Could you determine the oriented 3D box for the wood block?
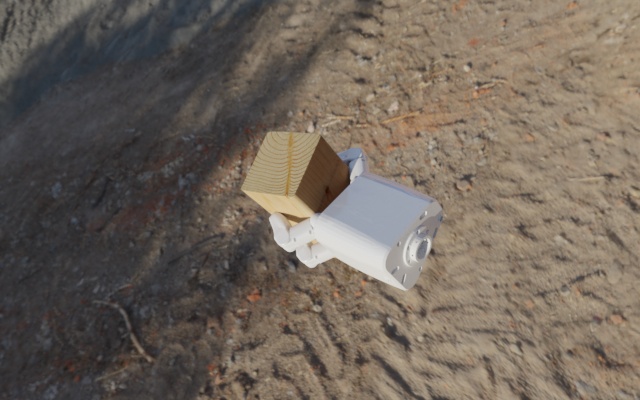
[{"bbox_3d":[0.000,0.002,0.656,0.090,0.090,0.206,8,-24,36],"label":"wood block"}]
